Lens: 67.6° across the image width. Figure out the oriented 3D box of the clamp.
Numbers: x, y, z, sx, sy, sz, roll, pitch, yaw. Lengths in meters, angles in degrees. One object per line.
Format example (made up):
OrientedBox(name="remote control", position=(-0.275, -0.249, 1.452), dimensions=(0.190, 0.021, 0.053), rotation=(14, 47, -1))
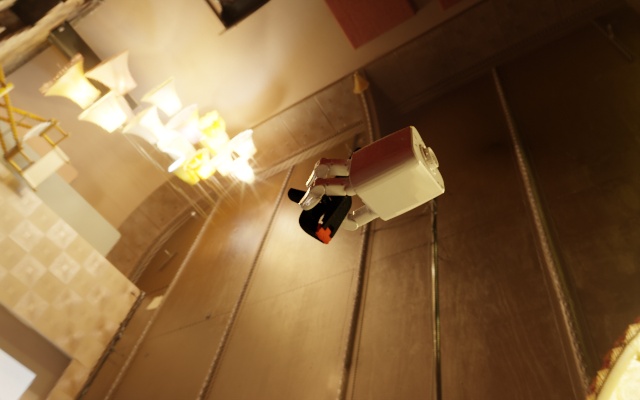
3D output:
OrientedBox(name="clamp", position=(0.001, 0.003, 0.781), dimensions=(0.164, 0.036, 0.209), rotation=(-28, 27, 25))
